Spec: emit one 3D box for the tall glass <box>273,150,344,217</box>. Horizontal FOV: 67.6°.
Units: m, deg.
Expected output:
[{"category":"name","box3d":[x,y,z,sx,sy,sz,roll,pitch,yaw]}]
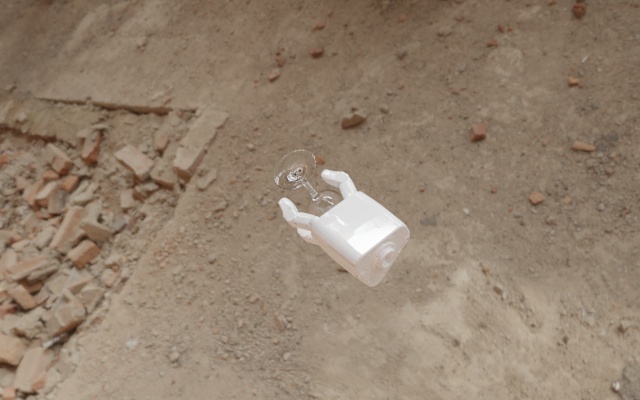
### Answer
[{"category":"tall glass","box3d":[0.000,0.002,0.815,0.079,0.079,0.201,0,-31,28]}]
